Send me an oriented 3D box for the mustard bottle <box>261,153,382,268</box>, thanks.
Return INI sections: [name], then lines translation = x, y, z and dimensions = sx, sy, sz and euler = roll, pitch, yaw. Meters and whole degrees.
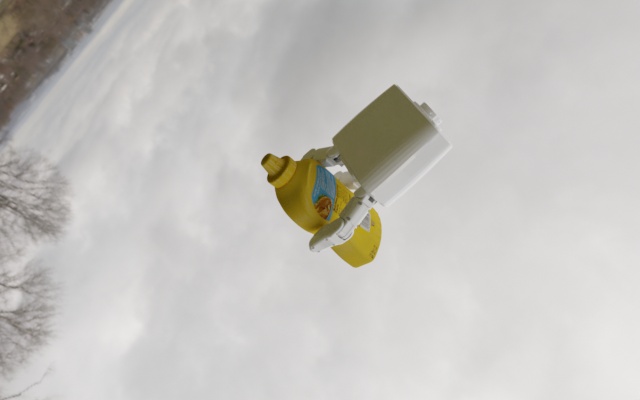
[mustard bottle]
translation = 0.000, 0.002, 0.612
dimensions = 0.058, 0.096, 0.192
euler = -27, -52, 35
